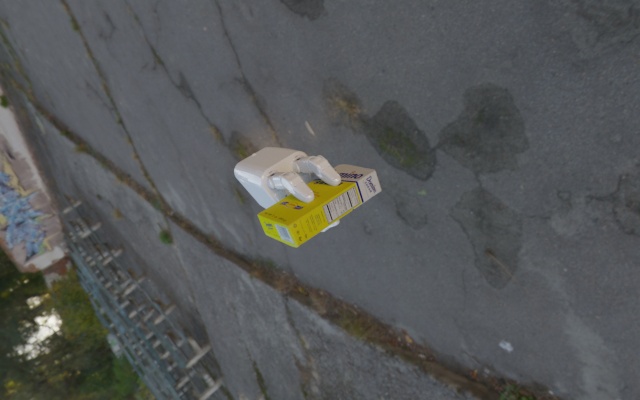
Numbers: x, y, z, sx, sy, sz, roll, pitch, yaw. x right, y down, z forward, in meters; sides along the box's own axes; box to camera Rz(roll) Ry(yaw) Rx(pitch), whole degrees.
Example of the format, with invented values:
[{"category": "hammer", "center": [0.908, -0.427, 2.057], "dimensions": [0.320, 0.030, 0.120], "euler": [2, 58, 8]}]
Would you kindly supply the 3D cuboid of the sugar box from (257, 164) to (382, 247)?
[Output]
[{"category": "sugar box", "center": [0.000, 0.002, 0.743], "dimensions": [0.176, 0.048, 0.093], "euler": [-35, 29, -26]}]
